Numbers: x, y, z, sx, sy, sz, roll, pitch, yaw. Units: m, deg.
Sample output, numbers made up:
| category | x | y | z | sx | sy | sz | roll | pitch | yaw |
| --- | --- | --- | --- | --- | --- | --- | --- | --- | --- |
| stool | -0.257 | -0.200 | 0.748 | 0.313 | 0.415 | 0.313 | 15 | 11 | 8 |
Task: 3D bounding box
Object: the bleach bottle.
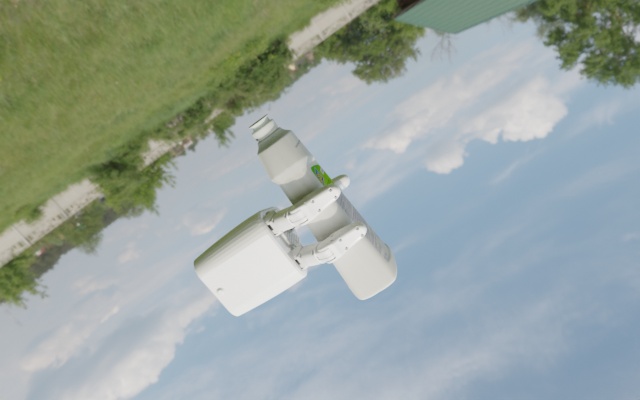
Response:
| category | x | y | z | sx | sy | sz | roll | pitch | yaw |
| --- | --- | --- | --- | --- | --- | --- | --- | --- | --- |
| bleach bottle | 0.000 | 0.002 | 0.594 | 0.068 | 0.251 | 0.102 | -34 | 15 | 10 |
